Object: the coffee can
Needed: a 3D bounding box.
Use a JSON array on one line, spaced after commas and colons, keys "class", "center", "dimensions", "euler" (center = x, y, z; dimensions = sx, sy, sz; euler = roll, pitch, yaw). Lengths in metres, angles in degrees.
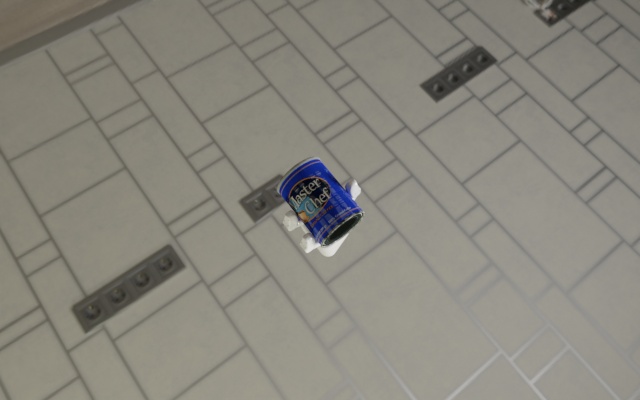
[{"class": "coffee can", "center": [0.000, 0.003, 0.894], "dimensions": [0.103, 0.140, 0.103], "euler": [-35, -17, -13]}]
